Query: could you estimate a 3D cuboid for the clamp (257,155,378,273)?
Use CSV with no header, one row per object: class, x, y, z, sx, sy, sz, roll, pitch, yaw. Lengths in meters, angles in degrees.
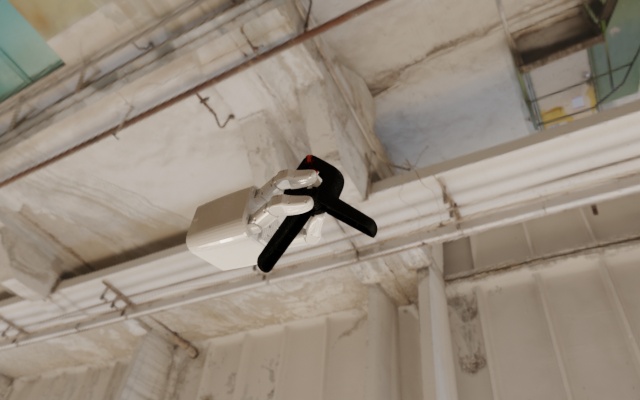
clamp,0.000,0.002,0.672,0.164,0.036,0.209,-14,39,18
